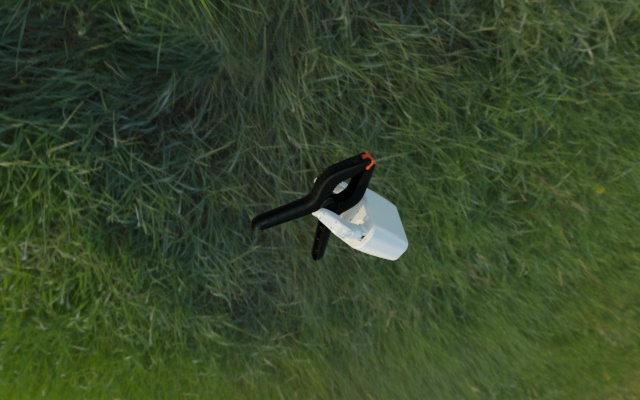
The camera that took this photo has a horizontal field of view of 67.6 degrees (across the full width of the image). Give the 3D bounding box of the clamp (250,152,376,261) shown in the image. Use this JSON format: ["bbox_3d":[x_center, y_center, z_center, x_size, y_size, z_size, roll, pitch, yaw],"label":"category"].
[{"bbox_3d":[0.001,0.003,0.754,0.164,0.210,0.036,23,23,-42],"label":"clamp"}]
